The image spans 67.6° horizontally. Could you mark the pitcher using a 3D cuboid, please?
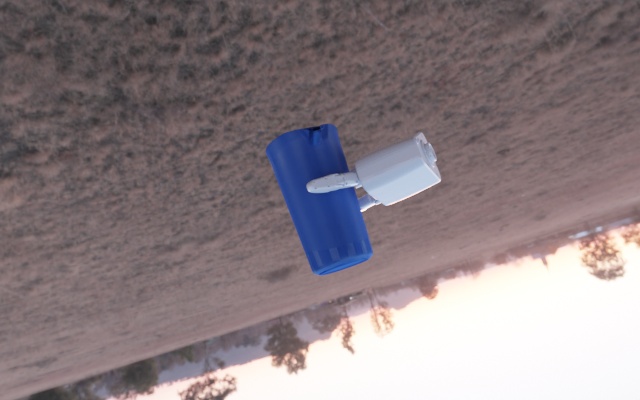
[{"bbox_3d":[0.000,0.003,0.834,0.145,0.242,0.149,-24,-14,23],"label":"pitcher"}]
